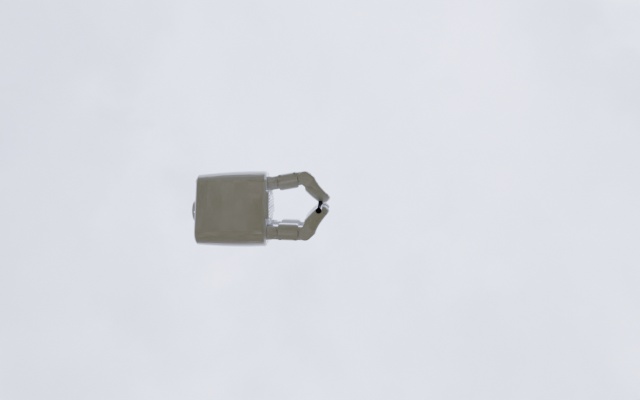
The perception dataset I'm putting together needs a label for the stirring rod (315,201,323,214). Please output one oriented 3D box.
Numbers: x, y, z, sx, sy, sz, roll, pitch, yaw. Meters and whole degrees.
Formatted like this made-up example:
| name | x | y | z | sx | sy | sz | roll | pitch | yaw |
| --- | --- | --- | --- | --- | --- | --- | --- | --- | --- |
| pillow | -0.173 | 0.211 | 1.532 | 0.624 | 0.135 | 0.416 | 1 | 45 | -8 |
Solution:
| name | x | y | z | sx | sy | sz | roll | pitch | yaw |
| --- | --- | --- | --- | --- | --- | --- | --- | --- | --- |
| stirring rod | 0.000 | 0.002 | 0.736 | 0.011 | 0.011 | 0.239 | 0 | 5 | 1 |
